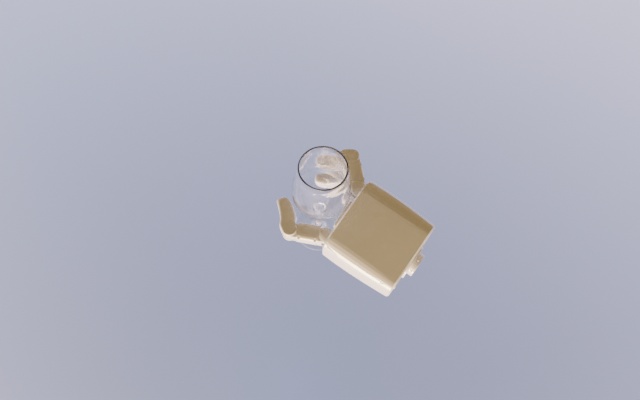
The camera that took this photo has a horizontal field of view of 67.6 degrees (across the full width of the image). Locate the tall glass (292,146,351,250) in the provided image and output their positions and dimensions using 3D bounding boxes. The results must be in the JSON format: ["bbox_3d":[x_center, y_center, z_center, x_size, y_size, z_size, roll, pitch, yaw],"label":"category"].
[{"bbox_3d":[0.000,0.002,0.662,0.079,0.079,0.201,0,-25,-2],"label":"tall glass"}]
